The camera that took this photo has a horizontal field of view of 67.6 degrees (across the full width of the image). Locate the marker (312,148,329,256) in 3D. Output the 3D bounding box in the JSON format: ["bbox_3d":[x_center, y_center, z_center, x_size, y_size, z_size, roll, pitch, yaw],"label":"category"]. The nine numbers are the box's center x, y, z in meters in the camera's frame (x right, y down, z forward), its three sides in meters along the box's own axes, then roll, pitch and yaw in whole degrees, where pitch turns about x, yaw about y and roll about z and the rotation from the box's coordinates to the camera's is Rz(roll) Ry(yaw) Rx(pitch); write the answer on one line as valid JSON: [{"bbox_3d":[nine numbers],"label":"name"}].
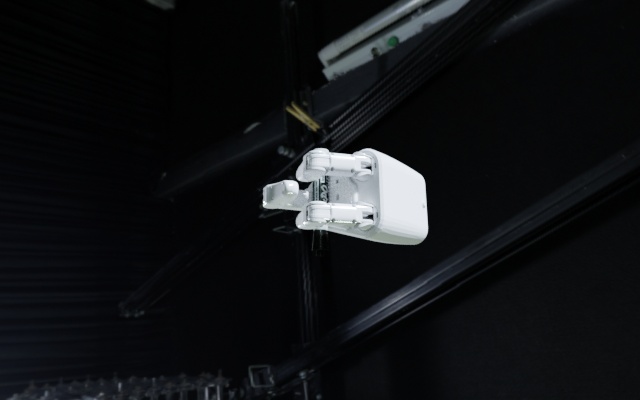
[{"bbox_3d":[0.000,0.002,0.534,0.020,0.121,0.020,0,-13,0],"label":"marker"}]
